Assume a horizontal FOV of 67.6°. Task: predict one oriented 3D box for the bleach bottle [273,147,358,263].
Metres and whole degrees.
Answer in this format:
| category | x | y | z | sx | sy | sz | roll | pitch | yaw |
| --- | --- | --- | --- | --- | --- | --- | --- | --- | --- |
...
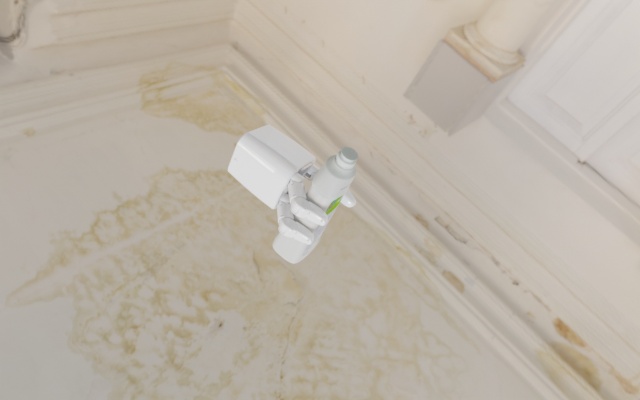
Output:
| category | x | y | z | sx | sy | sz | roll | pitch | yaw |
| --- | --- | --- | --- | --- | --- | --- | --- | --- | --- |
| bleach bottle | 0.000 | 0.003 | 0.802 | 0.102 | 0.068 | 0.251 | -45 | -9 | -45 |
